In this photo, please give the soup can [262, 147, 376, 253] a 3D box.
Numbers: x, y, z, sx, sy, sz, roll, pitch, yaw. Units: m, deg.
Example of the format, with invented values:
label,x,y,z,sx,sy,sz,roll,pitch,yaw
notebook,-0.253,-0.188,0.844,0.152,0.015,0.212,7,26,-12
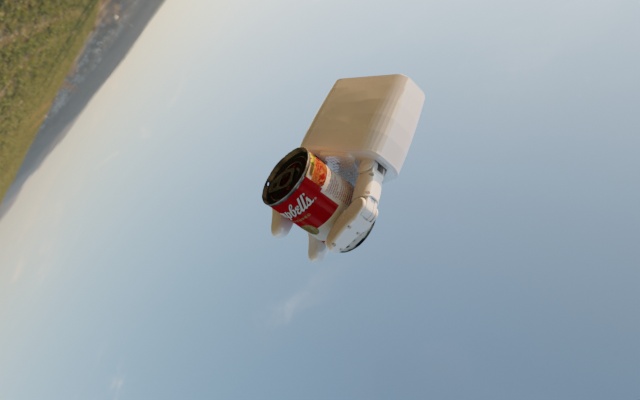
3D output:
label,x,y,z,sx,sy,sz,roll,pitch,yaw
soup can,0.000,0.002,0.492,0.102,0.068,0.068,37,-20,-29
